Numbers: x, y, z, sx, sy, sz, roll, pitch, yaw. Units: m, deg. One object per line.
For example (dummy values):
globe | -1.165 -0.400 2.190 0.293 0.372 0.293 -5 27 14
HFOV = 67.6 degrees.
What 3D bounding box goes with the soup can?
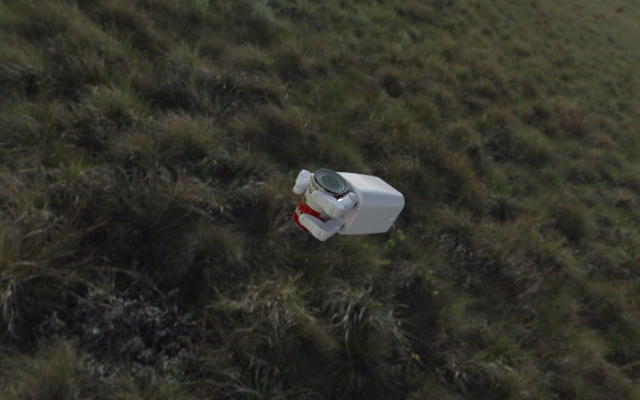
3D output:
soup can | 0.000 0.002 0.853 0.068 0.102 0.068 19 35 -14
